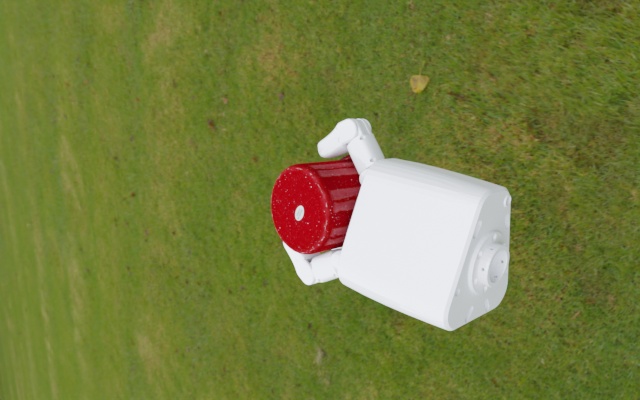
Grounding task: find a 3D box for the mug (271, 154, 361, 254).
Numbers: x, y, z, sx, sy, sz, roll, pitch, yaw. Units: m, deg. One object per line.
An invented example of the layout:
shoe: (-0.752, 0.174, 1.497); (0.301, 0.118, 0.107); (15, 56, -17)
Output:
mug: (-0.001, 0.001, 0.456); (0.081, 0.093, 0.117); (-9, 19, -43)
